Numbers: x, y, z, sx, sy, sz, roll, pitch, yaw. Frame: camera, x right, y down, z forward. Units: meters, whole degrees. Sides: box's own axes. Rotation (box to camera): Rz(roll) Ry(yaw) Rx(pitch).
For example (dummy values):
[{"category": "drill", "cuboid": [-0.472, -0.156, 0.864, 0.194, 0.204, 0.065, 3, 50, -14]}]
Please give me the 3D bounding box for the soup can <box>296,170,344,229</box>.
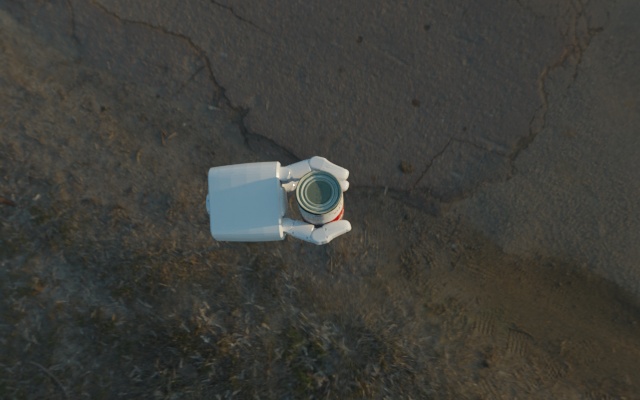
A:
[{"category": "soup can", "cuboid": [0.001, 0.002, 0.711, 0.068, 0.068, 0.102, 0, -17, 3]}]
